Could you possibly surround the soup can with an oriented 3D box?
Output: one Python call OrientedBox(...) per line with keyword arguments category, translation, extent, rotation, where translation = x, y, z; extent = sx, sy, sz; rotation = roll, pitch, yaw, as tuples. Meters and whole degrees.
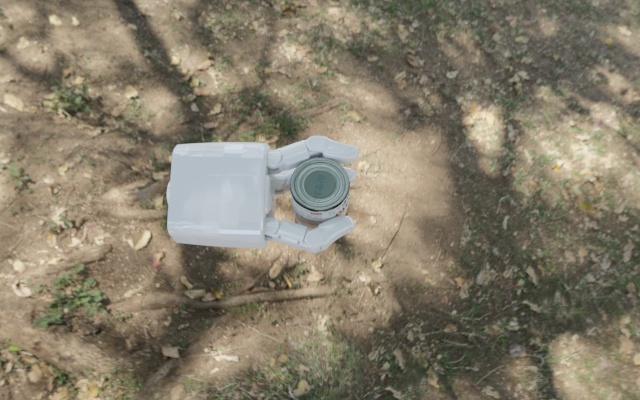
OrientedBox(category="soup can", translation=(0.001, 0.002, 0.563), extent=(0.068, 0.068, 0.102), rotation=(0, -25, 1))
